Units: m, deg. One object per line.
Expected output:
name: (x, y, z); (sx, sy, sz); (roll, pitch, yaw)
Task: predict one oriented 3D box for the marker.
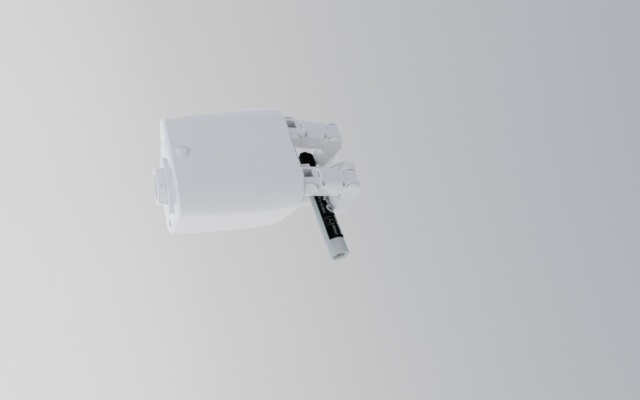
marker: (0.000, 0.002, 0.473); (0.020, 0.121, 0.020); (-16, -27, -8)
